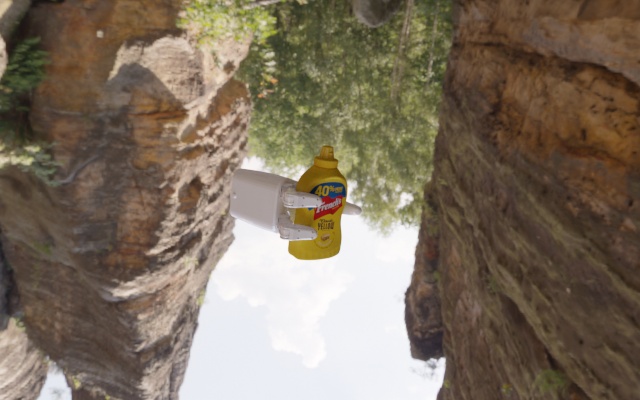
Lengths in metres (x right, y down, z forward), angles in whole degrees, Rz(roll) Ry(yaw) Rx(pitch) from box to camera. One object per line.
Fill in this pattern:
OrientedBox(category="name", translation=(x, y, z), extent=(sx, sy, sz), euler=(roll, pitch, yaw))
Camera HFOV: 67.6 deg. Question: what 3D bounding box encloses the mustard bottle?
OrientedBox(category="mustard bottle", translation=(0.000, 0.003, 0.807), extent=(0.096, 0.192, 0.058), euler=(-2, 17, -34))
